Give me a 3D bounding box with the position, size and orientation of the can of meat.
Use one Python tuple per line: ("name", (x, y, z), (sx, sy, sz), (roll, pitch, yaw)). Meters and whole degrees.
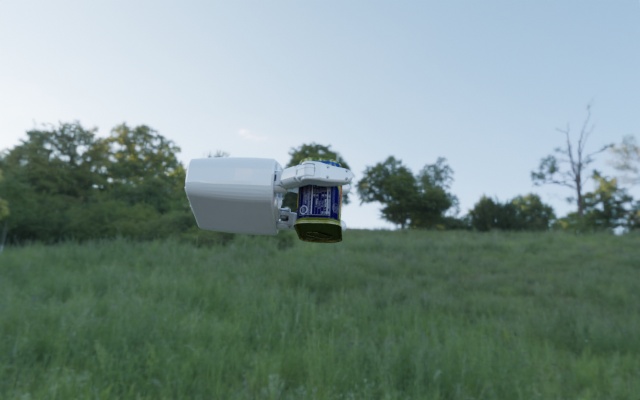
("can of meat", (0.000, 0.002, 0.606), (0.057, 0.084, 0.102), (1, -18, 4))
